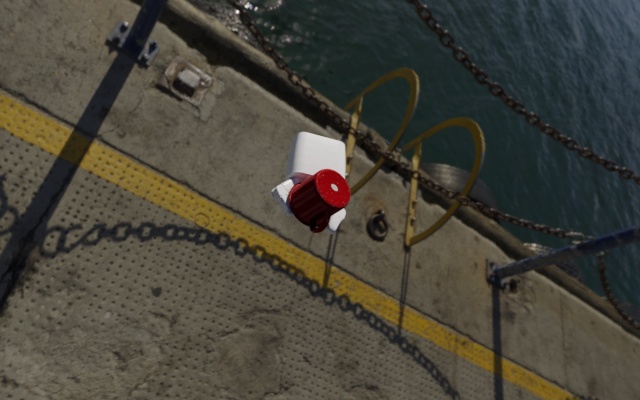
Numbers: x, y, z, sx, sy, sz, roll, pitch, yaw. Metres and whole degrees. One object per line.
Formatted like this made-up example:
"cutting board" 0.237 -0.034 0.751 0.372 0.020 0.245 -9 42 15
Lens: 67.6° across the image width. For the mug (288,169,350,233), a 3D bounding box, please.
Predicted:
"mug" 0.000 0.004 0.876 0.093 0.117 0.081 23 -35 -28
